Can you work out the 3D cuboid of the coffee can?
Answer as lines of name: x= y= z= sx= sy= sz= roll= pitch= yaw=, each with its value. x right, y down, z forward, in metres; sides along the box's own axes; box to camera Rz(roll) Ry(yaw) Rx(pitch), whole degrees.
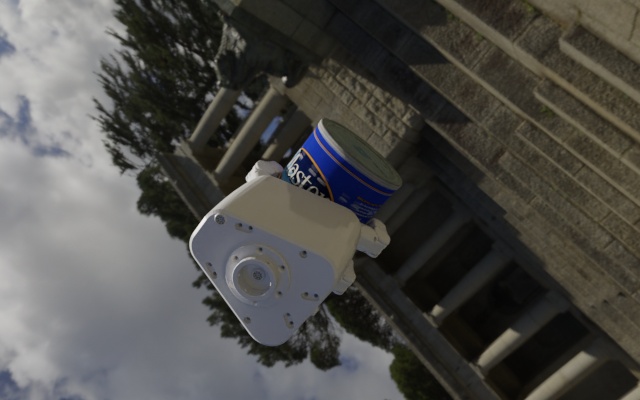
coffee can: x=0.000 y=0.001 z=0.495 sx=0.103 sy=0.140 sz=0.102 roll=35 pitch=19 yaw=-14
